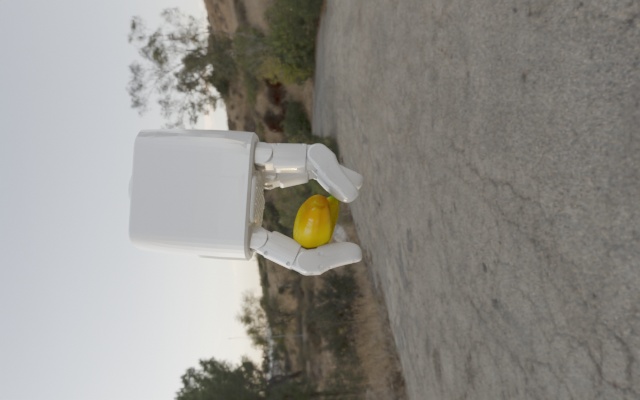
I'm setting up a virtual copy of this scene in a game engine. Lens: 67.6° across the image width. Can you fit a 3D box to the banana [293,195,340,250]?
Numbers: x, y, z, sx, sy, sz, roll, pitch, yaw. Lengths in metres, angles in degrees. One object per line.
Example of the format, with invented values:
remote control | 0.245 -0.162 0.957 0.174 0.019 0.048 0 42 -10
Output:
banana | -0.004 0.019 0.477 0.037 0.069 0.198 13 7 4
